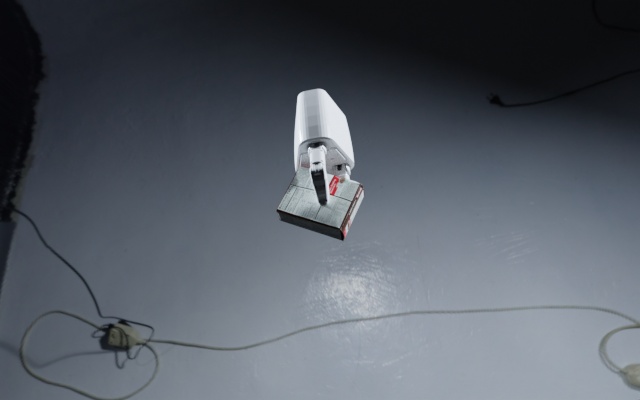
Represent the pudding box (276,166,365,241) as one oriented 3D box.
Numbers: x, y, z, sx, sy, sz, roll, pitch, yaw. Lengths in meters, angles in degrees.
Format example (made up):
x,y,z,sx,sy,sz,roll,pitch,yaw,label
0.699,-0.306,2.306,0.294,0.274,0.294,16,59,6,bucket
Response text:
x,y,z,sx,sy,sz,roll,pitch,yaw,label
0.000,0.002,0.740,0.113,0.090,0.039,16,-26,21,pudding box
